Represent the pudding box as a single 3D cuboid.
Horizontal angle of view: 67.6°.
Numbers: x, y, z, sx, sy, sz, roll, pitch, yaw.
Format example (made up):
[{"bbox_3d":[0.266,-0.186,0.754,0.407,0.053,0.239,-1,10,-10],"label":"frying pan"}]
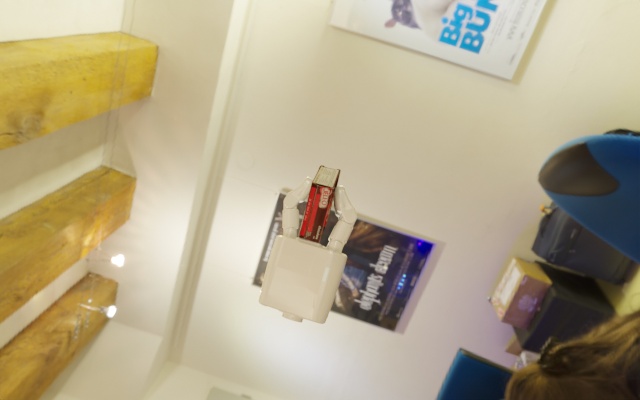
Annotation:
[{"bbox_3d":[0.000,0.002,0.738,0.039,0.090,0.113,16,19,0],"label":"pudding box"}]
